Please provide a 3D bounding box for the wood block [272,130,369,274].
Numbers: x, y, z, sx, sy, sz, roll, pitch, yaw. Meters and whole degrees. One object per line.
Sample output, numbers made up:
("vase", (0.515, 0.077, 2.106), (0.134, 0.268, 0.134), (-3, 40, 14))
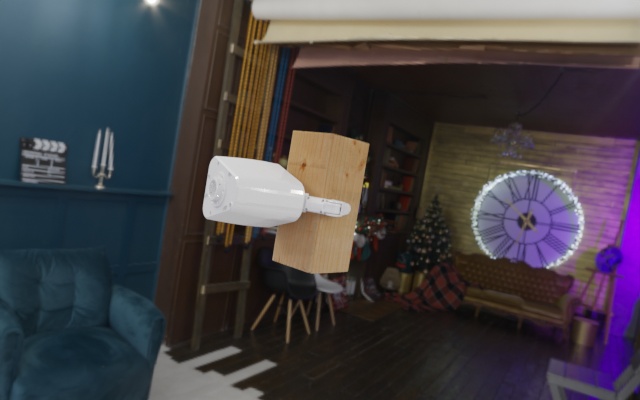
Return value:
("wood block", (0.000, 0.002, 0.748), (0.091, 0.206, 0.090), (12, 4, 42))
